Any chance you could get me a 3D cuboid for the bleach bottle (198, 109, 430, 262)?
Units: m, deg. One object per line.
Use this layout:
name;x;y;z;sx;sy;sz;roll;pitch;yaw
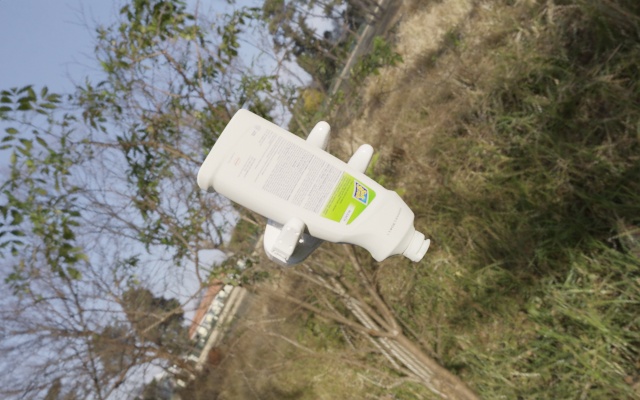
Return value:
bleach bottle;0.000;0.002;0.526;0.251;0.102;0.068;29;-13;0
